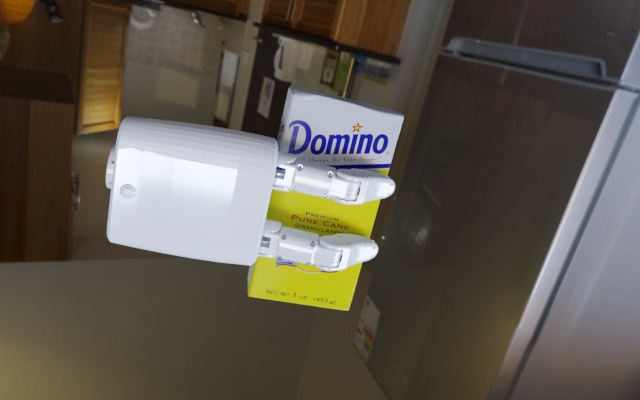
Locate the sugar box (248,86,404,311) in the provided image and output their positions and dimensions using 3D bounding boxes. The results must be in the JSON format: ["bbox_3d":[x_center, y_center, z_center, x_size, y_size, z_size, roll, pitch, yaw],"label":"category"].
[{"bbox_3d":[0.000,0.002,0.404,0.093,0.176,0.048,10,18,-12],"label":"sugar box"}]
